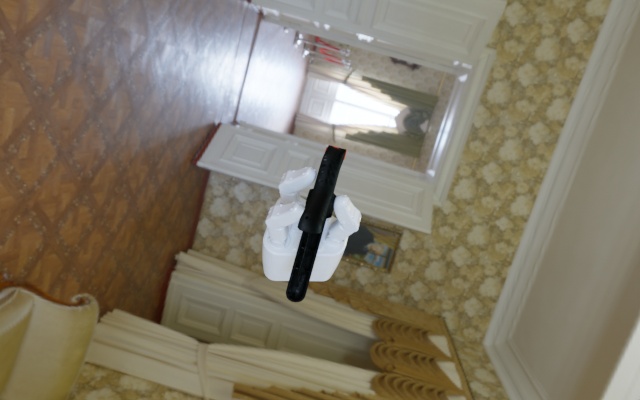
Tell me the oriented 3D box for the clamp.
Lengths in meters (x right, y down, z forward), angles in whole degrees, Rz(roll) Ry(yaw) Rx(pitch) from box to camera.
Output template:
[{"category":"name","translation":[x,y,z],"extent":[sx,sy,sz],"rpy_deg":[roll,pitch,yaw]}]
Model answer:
[{"category":"clamp","translation":[0.001,0.002,0.585],"extent":[0.036,0.209,0.165],"rpy_deg":[16,-32,1]}]
